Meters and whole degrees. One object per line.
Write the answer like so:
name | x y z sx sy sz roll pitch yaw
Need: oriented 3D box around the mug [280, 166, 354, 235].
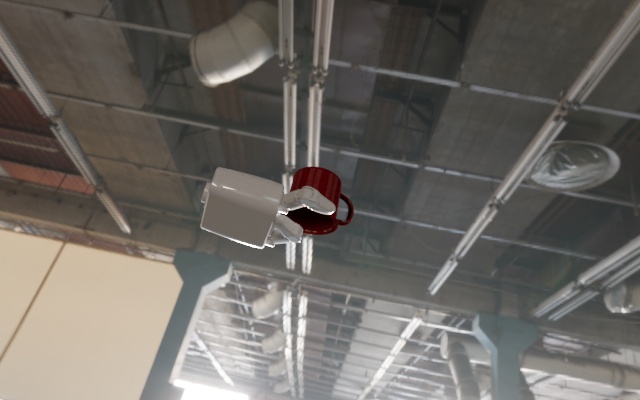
mug | 0.002 0.003 0.775 0.117 0.081 0.093 18 -30 -11
